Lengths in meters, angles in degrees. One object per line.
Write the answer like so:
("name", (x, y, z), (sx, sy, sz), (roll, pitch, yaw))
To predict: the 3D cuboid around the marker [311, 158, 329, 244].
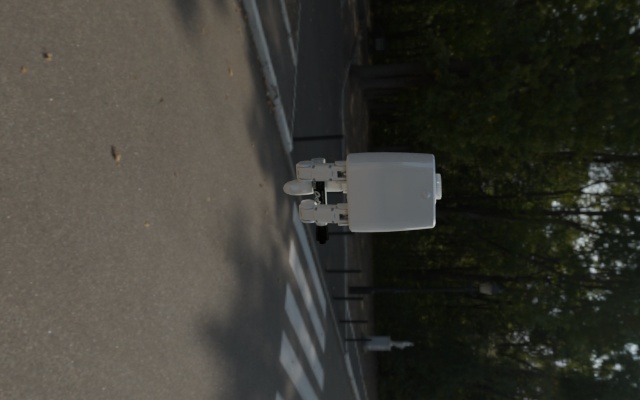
("marker", (0.000, 0.002, 0.660), (0.020, 0.121, 0.020), (-3, 14, 1))
